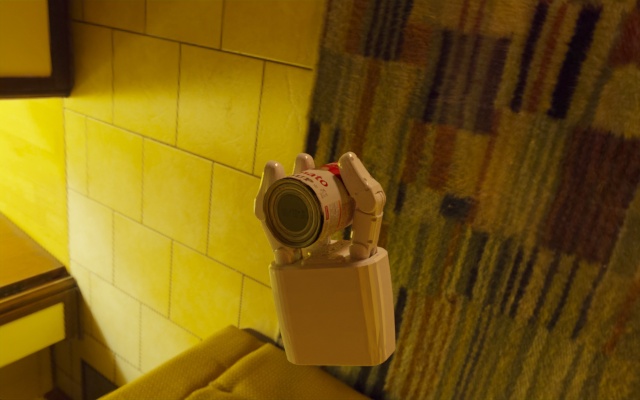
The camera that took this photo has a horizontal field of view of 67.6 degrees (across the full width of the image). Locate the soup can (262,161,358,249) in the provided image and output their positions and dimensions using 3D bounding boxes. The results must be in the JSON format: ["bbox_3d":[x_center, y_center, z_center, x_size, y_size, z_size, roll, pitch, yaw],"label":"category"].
[{"bbox_3d":[0.000,0.001,0.466,0.068,0.068,0.102,0,12,33],"label":"soup can"}]
